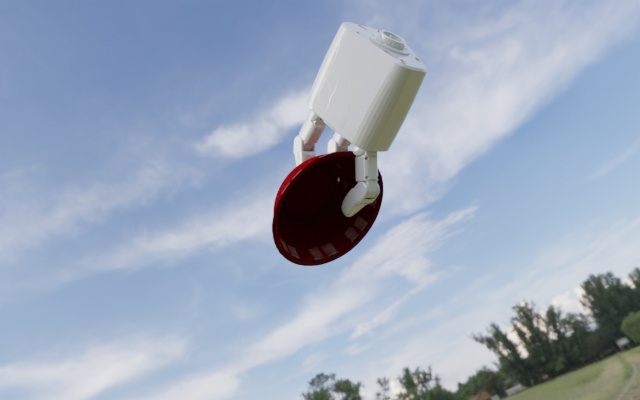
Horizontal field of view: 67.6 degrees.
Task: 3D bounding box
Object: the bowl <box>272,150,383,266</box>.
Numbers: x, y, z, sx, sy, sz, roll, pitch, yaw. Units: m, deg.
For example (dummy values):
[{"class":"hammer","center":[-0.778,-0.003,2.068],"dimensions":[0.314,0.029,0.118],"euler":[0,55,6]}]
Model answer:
[{"class":"bowl","center":[-0.001,0.003,0.607],"dimensions":[0.162,0.162,0.055],"euler":[0,27,-36]}]
